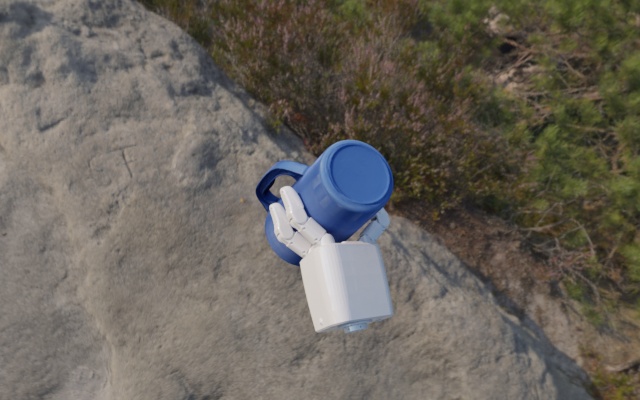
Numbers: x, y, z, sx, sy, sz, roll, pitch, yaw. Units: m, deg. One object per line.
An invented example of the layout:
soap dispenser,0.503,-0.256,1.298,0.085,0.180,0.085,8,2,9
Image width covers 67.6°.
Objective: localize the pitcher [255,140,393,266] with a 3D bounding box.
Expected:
pitcher,0.000,0.003,0.727,0.149,0.145,0.243,-3,-21,-24
